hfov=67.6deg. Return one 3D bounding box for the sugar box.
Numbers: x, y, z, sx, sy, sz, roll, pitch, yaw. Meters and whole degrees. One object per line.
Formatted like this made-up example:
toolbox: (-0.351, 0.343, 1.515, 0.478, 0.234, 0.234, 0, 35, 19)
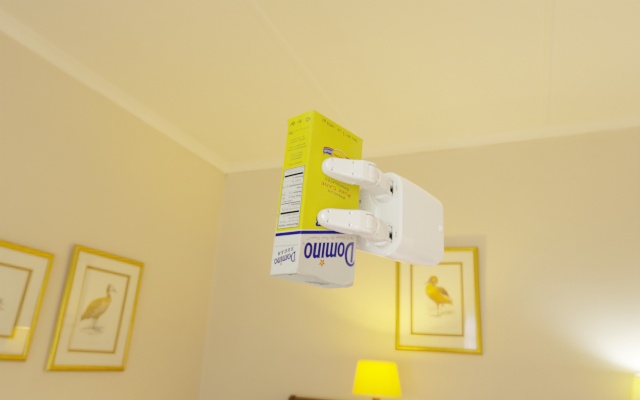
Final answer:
sugar box: (0.001, 0.002, 0.518, 0.048, 0.176, 0.093, -13, -23, 40)
